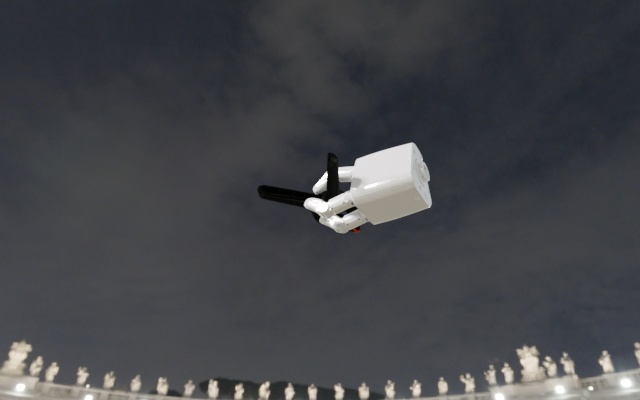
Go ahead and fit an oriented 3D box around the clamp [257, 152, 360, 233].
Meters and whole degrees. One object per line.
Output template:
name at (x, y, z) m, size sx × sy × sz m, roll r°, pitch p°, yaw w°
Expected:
clamp at (0.001, 0.002, 0.864) m, size 0.164 × 0.036 × 0.210 m, roll -17°, pitch -40°, yaw 25°
